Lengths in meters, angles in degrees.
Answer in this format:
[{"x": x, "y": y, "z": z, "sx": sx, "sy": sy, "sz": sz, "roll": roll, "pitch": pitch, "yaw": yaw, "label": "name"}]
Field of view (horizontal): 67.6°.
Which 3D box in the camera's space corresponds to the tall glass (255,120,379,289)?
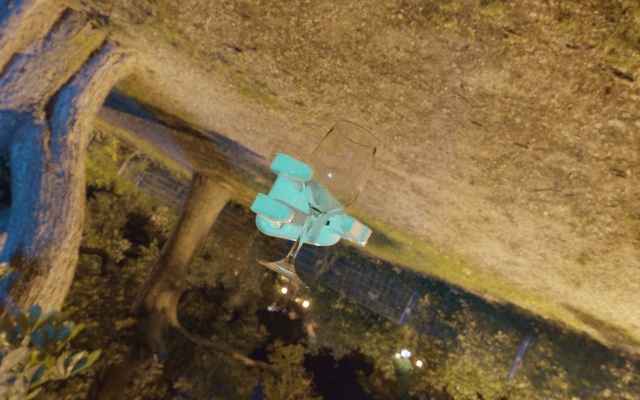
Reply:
[{"x": 0.000, "y": 0.003, "z": 0.586, "sx": 0.079, "sy": 0.201, "sz": 0.079, "roll": 27, "pitch": -10, "yaw": 5, "label": "tall glass"}]
